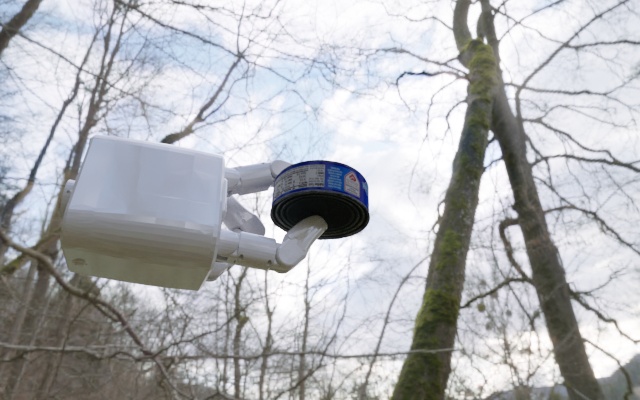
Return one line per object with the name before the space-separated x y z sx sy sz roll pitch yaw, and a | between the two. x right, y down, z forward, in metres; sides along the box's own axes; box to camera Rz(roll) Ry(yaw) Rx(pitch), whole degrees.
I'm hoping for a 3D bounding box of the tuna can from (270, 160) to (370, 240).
tuna can | 0.000 0.001 0.417 0.086 0.033 0.086 2 -30 1
